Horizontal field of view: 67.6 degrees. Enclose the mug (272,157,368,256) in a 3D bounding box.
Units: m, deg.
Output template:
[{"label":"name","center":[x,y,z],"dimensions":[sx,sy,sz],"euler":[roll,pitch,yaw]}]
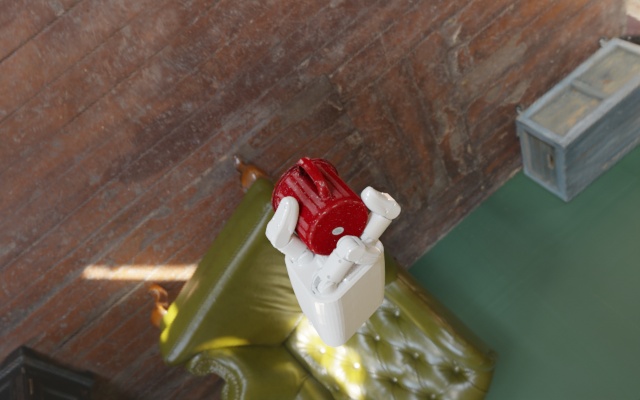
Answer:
[{"label":"mug","center":[0.000,0.001,0.549],"dimensions":[0.093,0.117,0.081],"euler":[-27,46,-16]}]
